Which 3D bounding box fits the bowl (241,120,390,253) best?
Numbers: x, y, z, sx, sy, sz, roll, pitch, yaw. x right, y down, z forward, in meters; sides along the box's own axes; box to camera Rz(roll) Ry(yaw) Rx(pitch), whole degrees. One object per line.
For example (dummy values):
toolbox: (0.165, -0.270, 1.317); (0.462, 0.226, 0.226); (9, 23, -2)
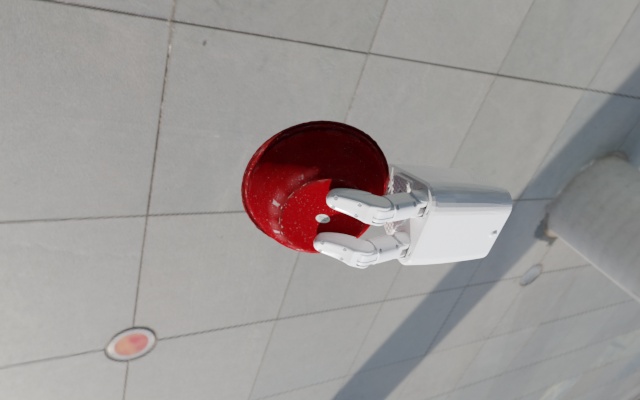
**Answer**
bowl: (-0.001, 0.002, 0.494); (0.162, 0.162, 0.055); (0, 35, -11)
